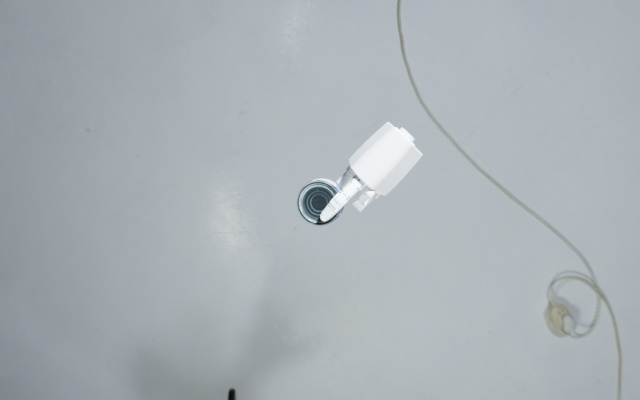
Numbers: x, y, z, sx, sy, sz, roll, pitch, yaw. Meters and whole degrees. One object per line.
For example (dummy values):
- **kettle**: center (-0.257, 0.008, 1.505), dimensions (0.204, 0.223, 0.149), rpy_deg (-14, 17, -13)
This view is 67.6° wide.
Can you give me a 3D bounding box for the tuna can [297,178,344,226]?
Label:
- **tuna can**: center (0.000, 0.003, 0.881), dimensions (0.086, 0.086, 0.033), rpy_deg (0, 8, 13)
